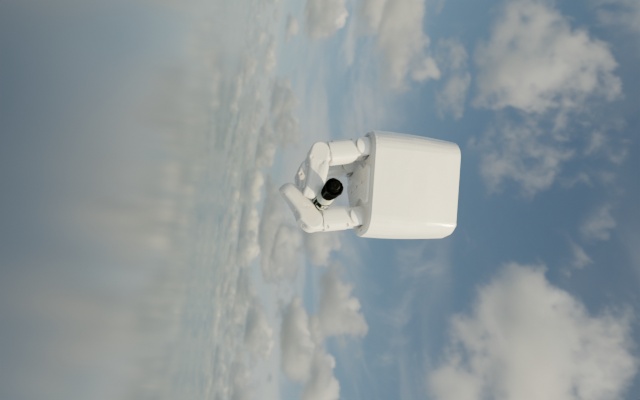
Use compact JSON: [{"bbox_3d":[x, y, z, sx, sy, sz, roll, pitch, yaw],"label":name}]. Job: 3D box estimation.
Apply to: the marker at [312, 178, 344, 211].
[{"bbox_3d":[0.000,0.002,0.509,0.020,0.020,0.121,0,-16,-15],"label":"marker"}]
